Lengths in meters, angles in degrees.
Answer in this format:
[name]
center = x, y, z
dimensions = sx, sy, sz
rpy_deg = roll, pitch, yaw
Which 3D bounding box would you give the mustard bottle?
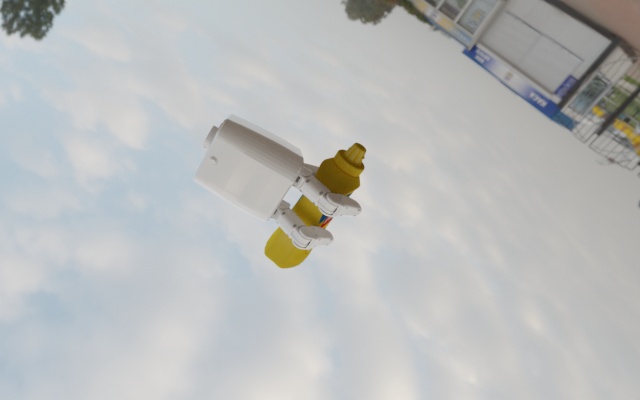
[mustard bottle]
center = 0.000, 0.002, 0.637
dimensions = 0.058, 0.192, 0.096
rpy_deg = 40, 27, 10
